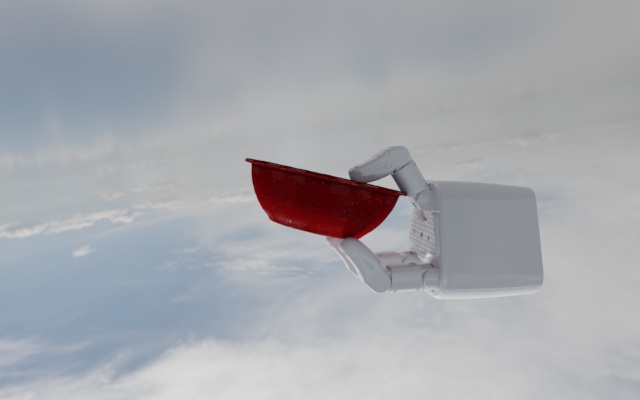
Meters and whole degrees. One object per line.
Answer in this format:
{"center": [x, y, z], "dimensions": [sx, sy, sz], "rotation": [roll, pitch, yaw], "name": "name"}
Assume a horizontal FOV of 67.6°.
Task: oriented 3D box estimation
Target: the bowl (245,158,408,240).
{"center": [-0.001, 0.002, 0.470], "dimensions": [0.162, 0.055, 0.162], "rotation": [13, 2, -1], "name": "bowl"}
